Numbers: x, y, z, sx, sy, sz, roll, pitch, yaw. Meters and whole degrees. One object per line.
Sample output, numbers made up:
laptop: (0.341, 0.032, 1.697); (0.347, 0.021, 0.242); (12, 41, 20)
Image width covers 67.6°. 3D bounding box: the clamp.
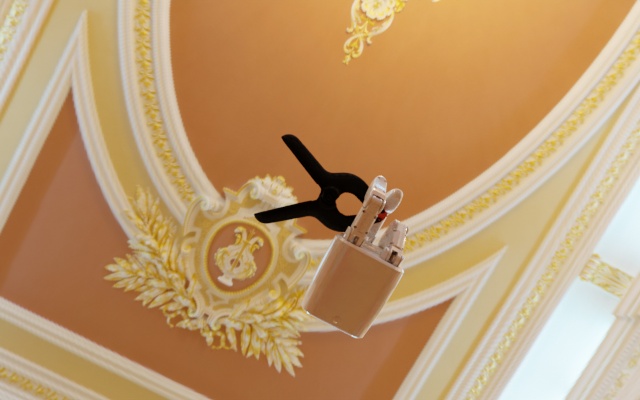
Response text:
clamp: (0.000, 0.002, 0.631); (0.171, 0.120, 0.039); (28, 5, -6)
